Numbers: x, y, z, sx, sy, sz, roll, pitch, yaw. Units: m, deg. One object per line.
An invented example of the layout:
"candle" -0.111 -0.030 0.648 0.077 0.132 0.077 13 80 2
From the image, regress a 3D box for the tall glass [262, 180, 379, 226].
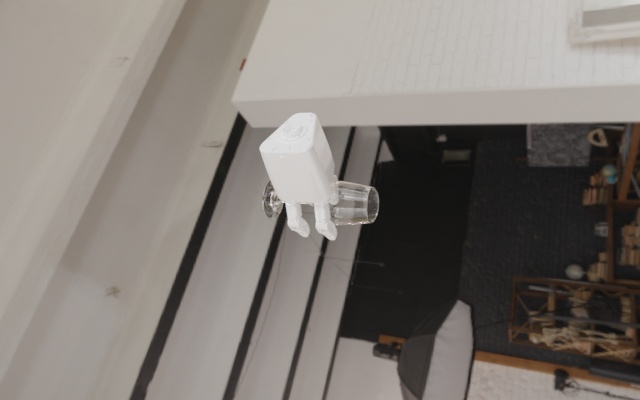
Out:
"tall glass" 0.000 0.003 0.853 0.201 0.079 0.079 4 1 25
